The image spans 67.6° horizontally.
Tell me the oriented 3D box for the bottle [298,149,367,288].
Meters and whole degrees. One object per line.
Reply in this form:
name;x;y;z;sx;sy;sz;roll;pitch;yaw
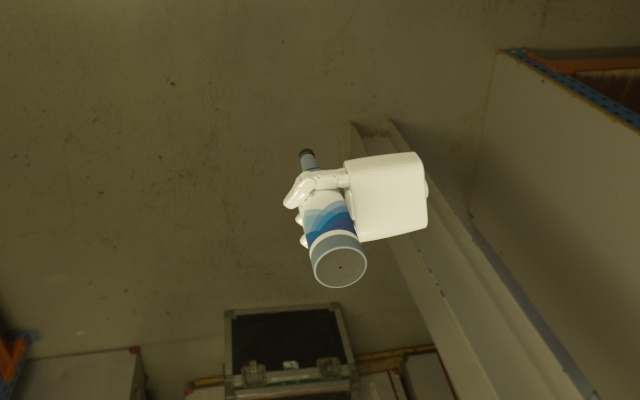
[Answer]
bottle;0.000;0.002;0.701;0.069;0.069;0.295;0;33;-11
